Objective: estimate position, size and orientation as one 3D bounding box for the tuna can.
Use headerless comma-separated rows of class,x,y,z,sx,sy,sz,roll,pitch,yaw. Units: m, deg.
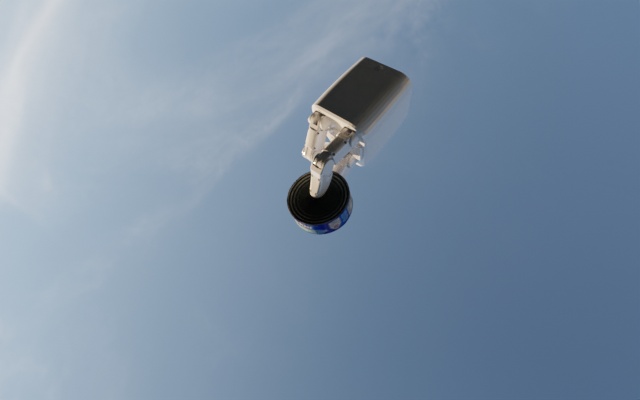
tuna can,0.000,0.002,0.644,0.086,0.086,0.034,0,-30,15
